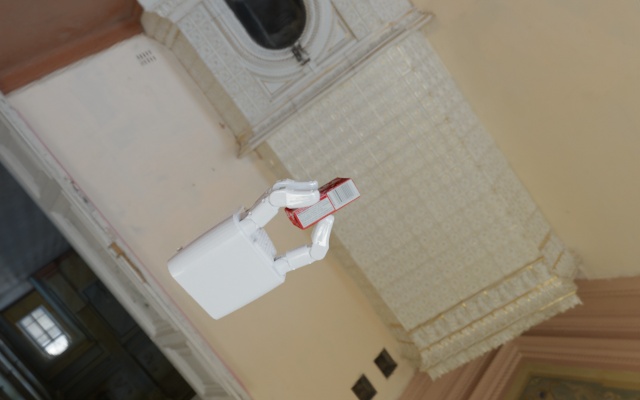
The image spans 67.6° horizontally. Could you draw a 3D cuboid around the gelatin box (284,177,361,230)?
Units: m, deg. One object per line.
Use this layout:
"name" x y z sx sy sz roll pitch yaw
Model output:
"gelatin box" 0.001 0.002 0.623 0.089 0.030 0.073 -30 9 -8
